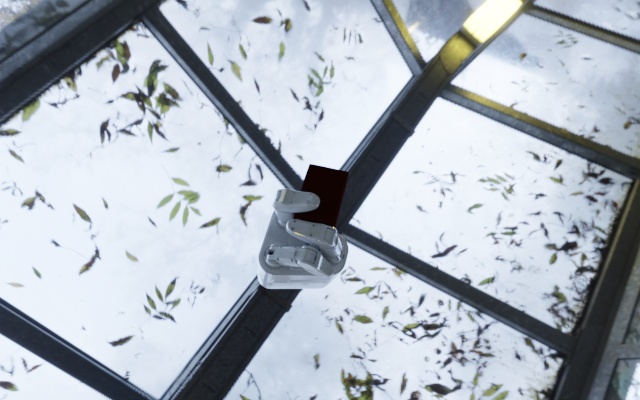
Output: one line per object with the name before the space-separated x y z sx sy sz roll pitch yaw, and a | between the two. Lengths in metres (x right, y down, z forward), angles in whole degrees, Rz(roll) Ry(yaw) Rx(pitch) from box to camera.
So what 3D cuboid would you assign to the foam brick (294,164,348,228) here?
foam brick | 0.000 0.002 0.608 0.053 0.078 0.051 14 -25 4
